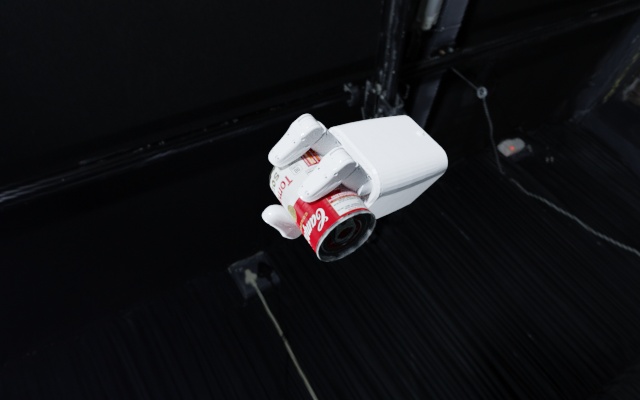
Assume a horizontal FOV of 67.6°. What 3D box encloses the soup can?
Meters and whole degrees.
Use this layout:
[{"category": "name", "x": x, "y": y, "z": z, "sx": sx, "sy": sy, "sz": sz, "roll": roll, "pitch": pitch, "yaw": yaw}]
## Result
[{"category": "soup can", "x": -0.001, "y": 0.002, "z": 0.487, "sx": 0.068, "sy": 0.068, "sz": 0.102, "roll": 0, "pitch": 43, "yaw": -45}]
